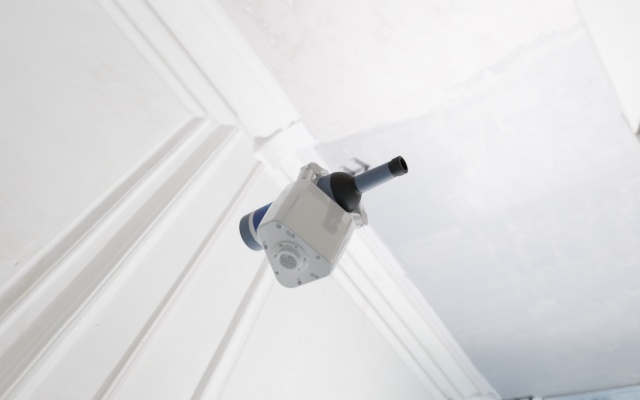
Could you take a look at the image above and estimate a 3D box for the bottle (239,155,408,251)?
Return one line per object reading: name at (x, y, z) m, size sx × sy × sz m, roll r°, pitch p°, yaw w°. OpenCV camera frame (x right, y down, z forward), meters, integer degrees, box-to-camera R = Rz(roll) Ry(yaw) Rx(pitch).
bottle at (0.000, 0.002, 0.735) m, size 0.296 × 0.069 × 0.069 m, roll -25°, pitch -13°, yaw 31°
